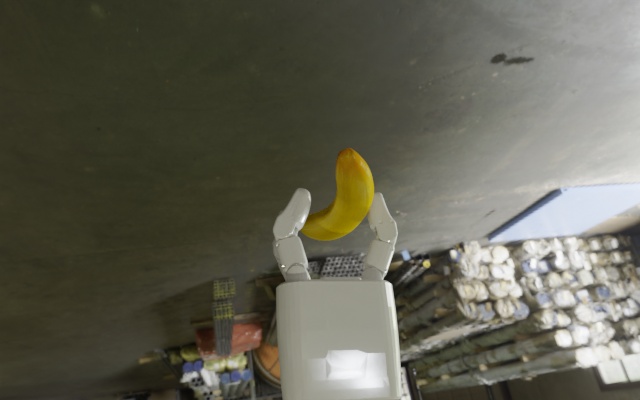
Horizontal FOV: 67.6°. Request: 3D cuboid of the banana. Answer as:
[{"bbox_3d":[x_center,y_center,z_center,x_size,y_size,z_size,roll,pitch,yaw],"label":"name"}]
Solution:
[{"bbox_3d":[0.016,0.006,0.505,0.069,0.037,0.198,12,-27,-18],"label":"banana"}]
